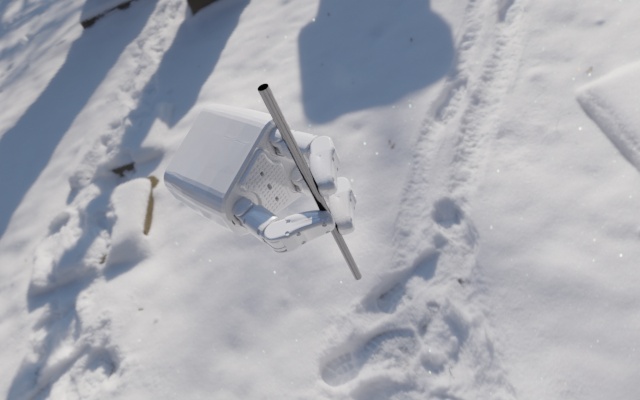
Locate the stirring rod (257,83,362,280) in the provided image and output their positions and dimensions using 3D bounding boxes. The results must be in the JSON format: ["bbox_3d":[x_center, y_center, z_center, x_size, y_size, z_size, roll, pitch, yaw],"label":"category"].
[{"bbox_3d":[0.000,0.001,0.401,0.011,0.011,0.240,0,-39,24],"label":"stirring rod"}]
